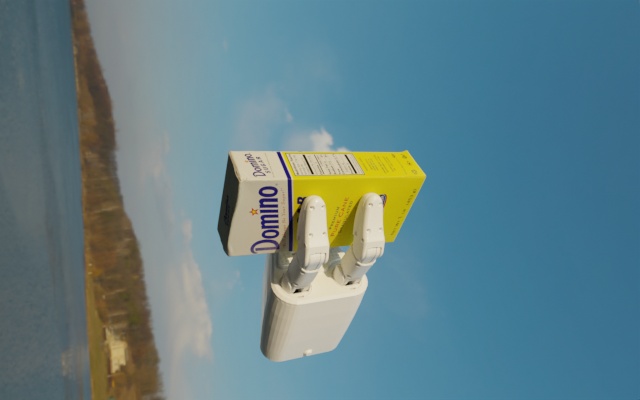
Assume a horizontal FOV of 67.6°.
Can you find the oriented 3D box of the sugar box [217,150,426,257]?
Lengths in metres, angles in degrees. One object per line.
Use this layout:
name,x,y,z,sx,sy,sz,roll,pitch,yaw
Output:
sugar box,0.000,0.002,0.439,0.176,0.093,0.048,-5,44,-25
